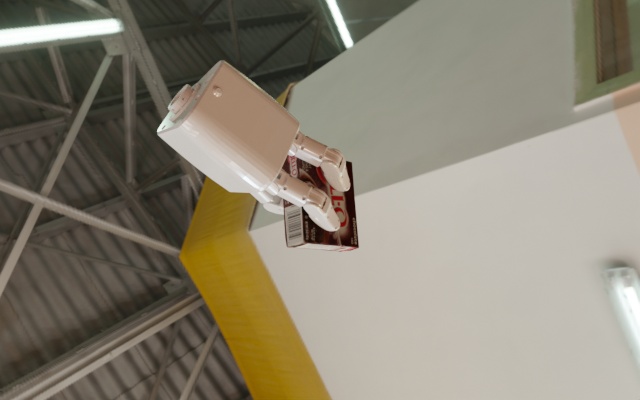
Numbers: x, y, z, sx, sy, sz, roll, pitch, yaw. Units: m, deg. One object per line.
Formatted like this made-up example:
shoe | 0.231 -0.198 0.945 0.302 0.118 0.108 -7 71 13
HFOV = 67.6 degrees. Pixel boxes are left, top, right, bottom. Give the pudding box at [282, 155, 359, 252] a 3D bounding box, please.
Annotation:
pudding box | 0.000 0.002 0.568 0.090 0.113 0.039 9 -17 -42
